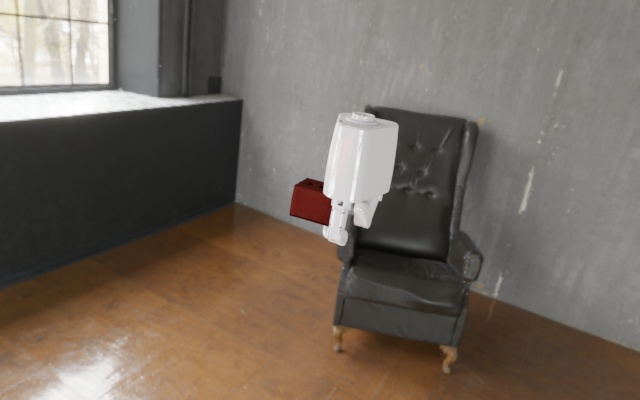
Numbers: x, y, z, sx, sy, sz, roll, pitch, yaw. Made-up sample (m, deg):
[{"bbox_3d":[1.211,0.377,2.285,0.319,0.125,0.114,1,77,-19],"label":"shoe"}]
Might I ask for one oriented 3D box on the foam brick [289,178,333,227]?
[{"bbox_3d":[0.000,0.002,0.733,0.078,0.051,0.053,15,22,18],"label":"foam brick"}]
